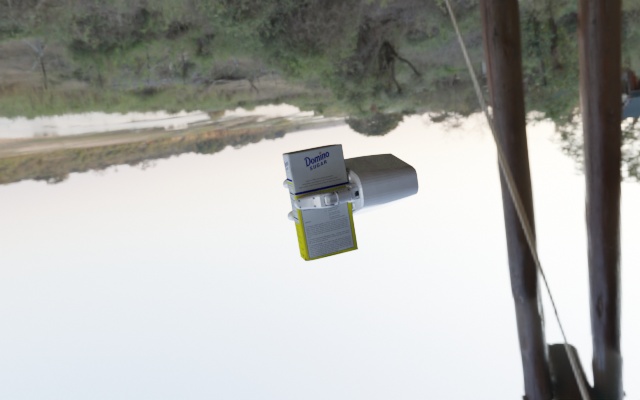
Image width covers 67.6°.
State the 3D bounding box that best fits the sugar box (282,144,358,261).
[{"bbox_3d":[0.000,0.003,0.769,0.093,0.176,0.048,-12,9,-17],"label":"sugar box"}]
